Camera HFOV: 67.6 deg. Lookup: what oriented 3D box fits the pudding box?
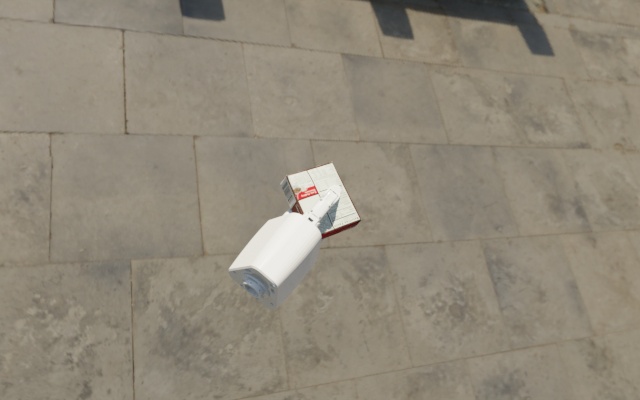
[{"bbox_3d":[0.000,0.002,0.760,0.090,0.113,0.039,-18,-14,-27],"label":"pudding box"}]
